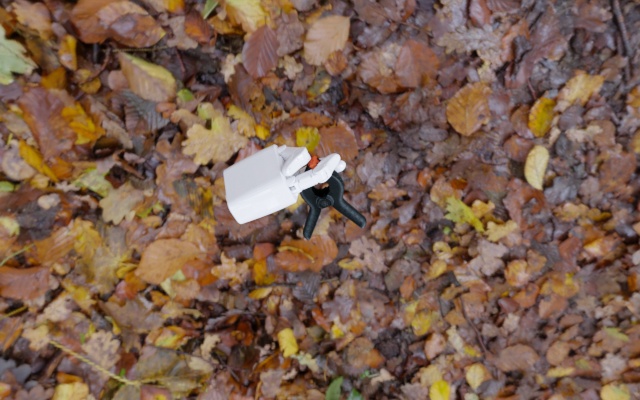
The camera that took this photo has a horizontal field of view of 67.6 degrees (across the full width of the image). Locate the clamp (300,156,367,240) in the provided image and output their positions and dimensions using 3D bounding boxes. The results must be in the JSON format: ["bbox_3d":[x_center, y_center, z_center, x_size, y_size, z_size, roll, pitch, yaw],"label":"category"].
[{"bbox_3d":[0.000,0.003,0.853,0.120,0.171,0.039,-24,31,7],"label":"clamp"}]
